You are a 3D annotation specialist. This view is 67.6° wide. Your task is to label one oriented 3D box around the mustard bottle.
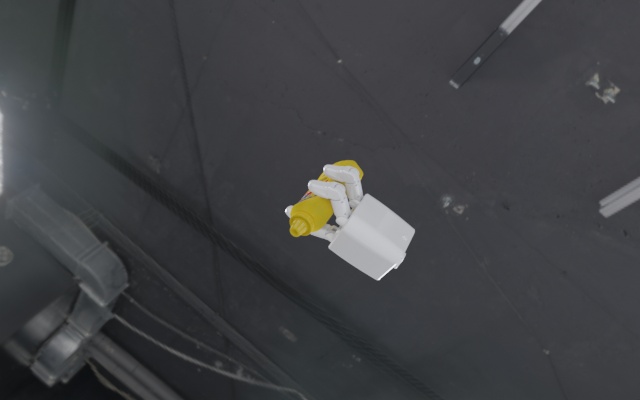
[{"bbox_3d":[0.000,0.002,0.825,0.096,0.058,0.191,-26,16,39],"label":"mustard bottle"}]
